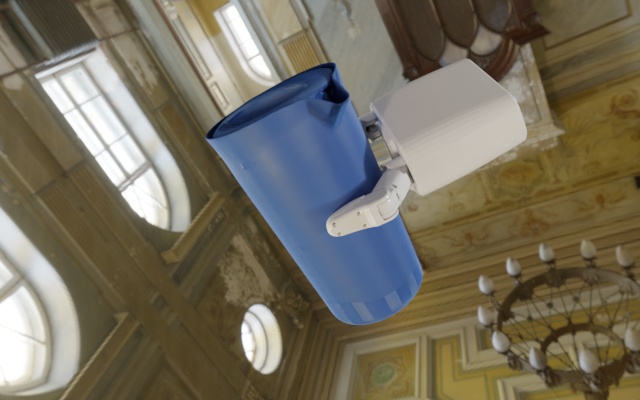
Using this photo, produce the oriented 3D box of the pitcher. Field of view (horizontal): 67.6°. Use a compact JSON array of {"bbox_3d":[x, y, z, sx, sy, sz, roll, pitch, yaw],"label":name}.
[{"bbox_3d":[0.000,0.001,0.477,0.145,0.243,0.149,-27,22,6],"label":"pitcher"}]
